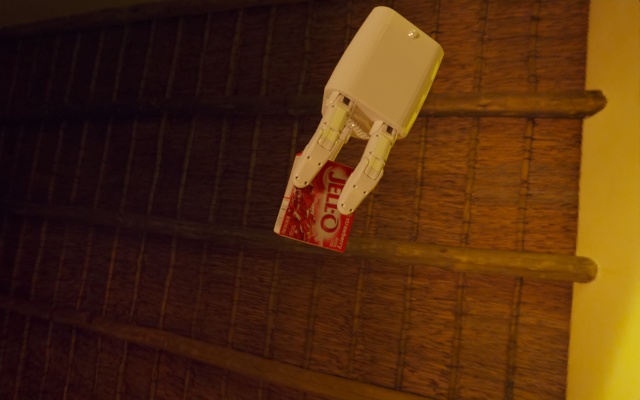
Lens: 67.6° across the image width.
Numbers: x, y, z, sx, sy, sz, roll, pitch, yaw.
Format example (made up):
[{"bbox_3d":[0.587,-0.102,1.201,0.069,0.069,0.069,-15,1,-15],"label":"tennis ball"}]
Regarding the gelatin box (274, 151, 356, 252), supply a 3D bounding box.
[{"bbox_3d":[0.000,0.002,0.498,0.073,0.089,0.030,17,-2,-17],"label":"gelatin box"}]
